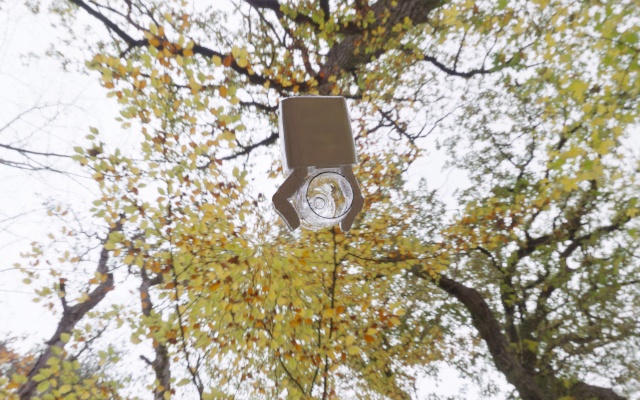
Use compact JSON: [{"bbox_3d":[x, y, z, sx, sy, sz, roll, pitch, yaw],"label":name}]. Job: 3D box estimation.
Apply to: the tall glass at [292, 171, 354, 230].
[{"bbox_3d":[0.000,0.003,0.705,0.079,0.079,0.201,0,-5,-7],"label":"tall glass"}]
